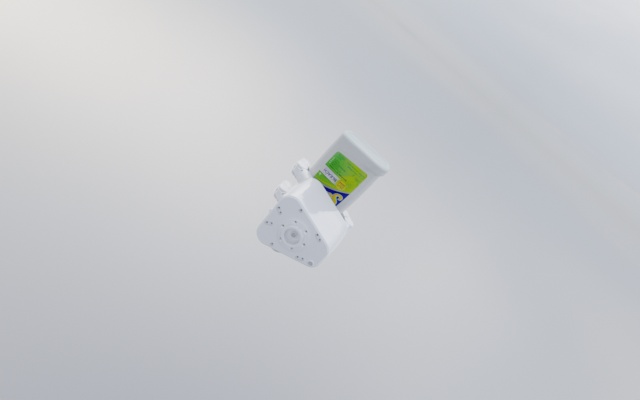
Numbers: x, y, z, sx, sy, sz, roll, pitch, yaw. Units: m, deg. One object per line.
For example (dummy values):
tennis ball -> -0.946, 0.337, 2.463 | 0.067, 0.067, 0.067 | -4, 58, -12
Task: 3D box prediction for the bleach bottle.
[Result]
bleach bottle -> 0.000, 0.003, 0.830 | 0.102, 0.251, 0.068 | 42, 21, 2
